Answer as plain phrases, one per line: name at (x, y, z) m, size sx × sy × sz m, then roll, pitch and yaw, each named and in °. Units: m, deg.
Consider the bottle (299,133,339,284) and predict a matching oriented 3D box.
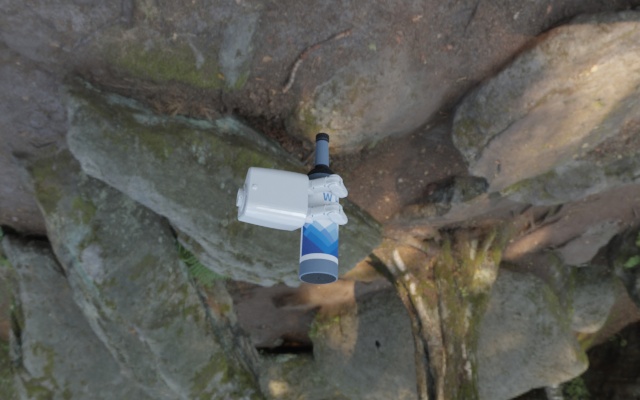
bottle at (0.000, 0.003, 0.884) m, size 0.069 × 0.295 × 0.069 m, roll 1°, pitch -27°, yaw 1°
